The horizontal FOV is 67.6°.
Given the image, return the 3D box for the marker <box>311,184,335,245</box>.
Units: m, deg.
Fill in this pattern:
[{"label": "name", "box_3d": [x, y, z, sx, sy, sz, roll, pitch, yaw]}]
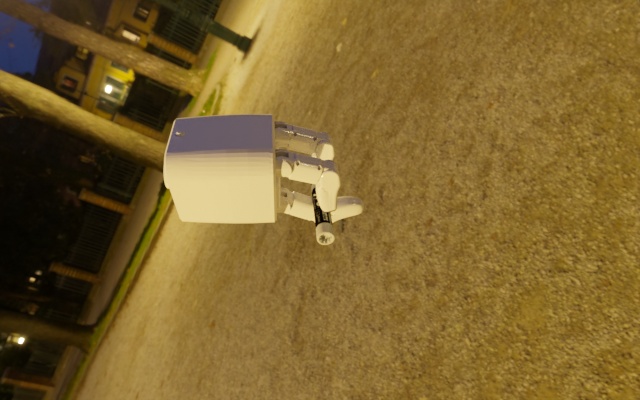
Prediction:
[{"label": "marker", "box_3d": [0.000, 0.002, 0.539, 0.020, 0.020, 0.121, 0, 39, -7]}]
